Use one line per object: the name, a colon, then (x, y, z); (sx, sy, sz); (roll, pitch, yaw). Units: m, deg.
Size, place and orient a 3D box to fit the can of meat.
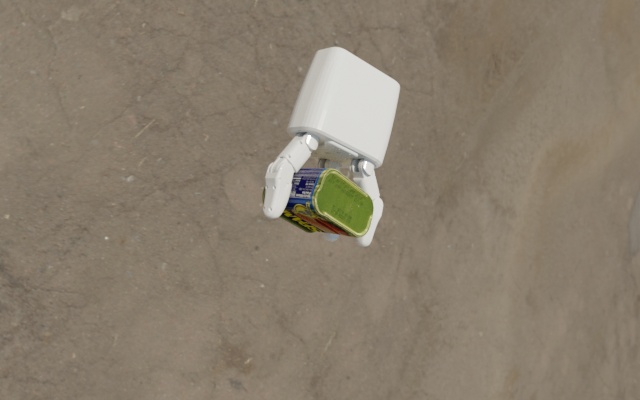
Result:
can of meat: (0.000, 0.002, 0.543); (0.084, 0.057, 0.102); (4, -21, 44)
